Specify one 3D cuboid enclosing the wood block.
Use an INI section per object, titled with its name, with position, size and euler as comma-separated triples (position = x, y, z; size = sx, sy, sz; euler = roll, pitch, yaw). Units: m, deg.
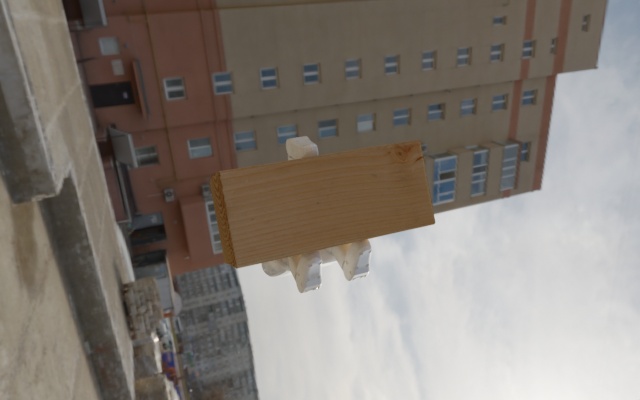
[wood block]
position = 0.000, 0.001, 0.494
size = 0.206, 0.091, 0.090
euler = -11, 0, -19
